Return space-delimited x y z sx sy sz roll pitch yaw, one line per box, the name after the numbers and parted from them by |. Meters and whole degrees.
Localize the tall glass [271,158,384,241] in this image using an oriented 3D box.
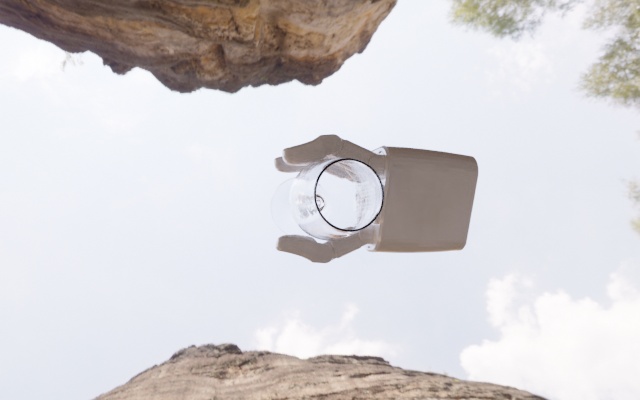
0.000 0.002 0.492 0.079 0.079 0.201 0 -4 -14 | tall glass
